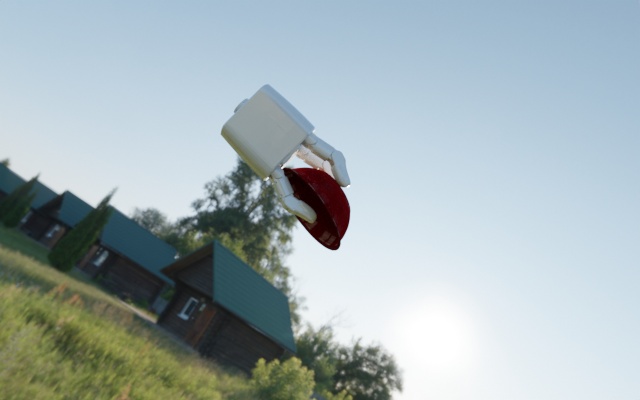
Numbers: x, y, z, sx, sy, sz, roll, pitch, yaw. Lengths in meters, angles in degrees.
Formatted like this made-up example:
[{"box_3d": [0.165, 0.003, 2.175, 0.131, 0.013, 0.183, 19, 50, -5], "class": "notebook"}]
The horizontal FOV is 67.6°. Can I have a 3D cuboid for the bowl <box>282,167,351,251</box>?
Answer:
[{"box_3d": [0.001, 0.003, 0.791, 0.055, 0.162, 0.162, -34, 13, -20], "class": "bowl"}]
